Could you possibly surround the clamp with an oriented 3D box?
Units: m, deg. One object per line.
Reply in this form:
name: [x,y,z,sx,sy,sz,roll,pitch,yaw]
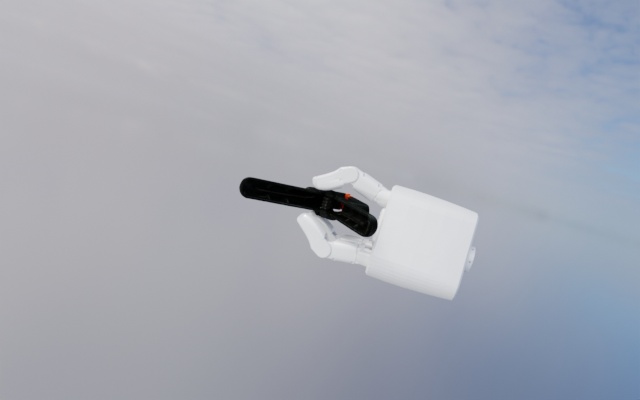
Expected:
clamp: [0.001,0.001,0.609,0.164,0.036,0.210,18,6,10]
